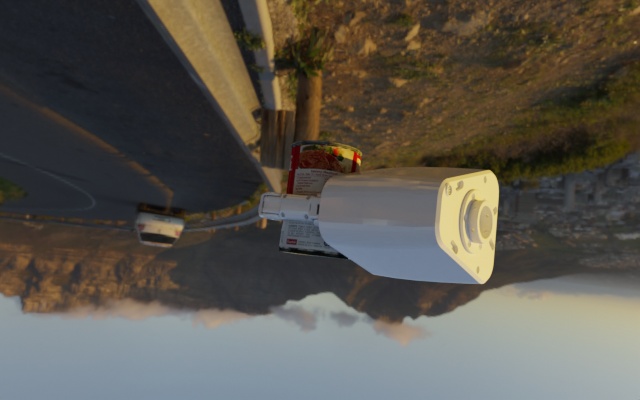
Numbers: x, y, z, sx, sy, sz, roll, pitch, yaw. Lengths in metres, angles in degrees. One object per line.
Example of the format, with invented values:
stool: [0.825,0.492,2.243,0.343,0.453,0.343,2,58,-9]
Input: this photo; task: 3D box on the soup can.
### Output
soup can: [0.000,0.002,0.451,0.068,0.102,0.068,7,-7,1]
